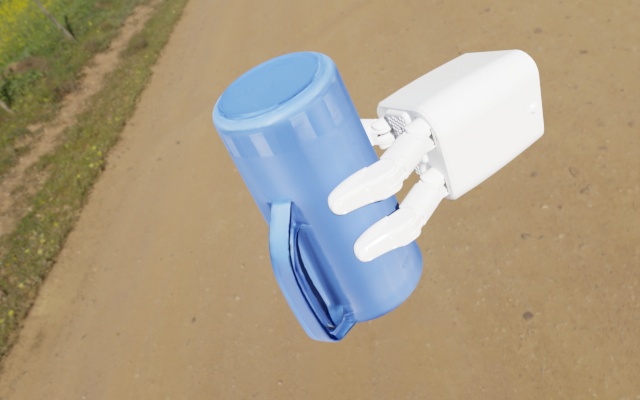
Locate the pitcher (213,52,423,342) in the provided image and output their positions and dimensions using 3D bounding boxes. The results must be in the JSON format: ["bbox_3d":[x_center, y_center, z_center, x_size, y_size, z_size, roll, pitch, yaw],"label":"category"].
[{"bbox_3d":[0.000,0.001,0.439,0.145,0.243,0.149,-31,37,-5],"label":"pitcher"}]
